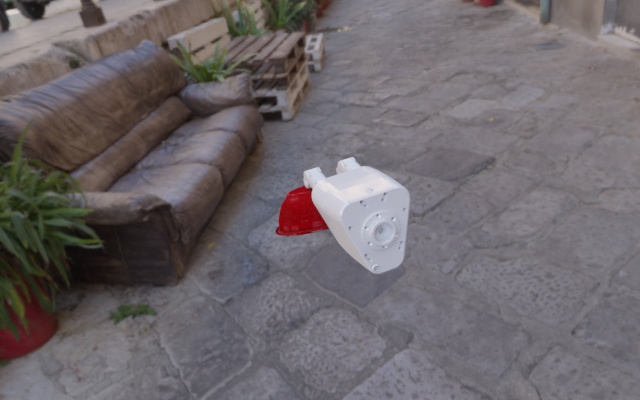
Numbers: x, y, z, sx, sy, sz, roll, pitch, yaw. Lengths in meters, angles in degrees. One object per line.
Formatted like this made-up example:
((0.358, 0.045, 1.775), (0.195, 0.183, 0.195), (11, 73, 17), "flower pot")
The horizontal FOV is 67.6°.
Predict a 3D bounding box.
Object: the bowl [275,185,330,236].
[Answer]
((-0.001, 0.002, 0.746), (0.162, 0.055, 0.162), (-16, 9, 3), "bowl")
